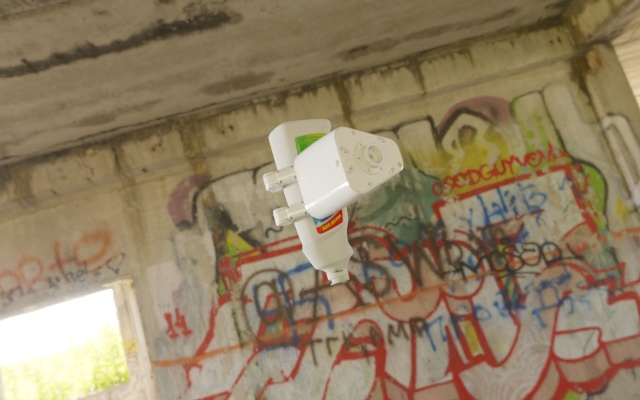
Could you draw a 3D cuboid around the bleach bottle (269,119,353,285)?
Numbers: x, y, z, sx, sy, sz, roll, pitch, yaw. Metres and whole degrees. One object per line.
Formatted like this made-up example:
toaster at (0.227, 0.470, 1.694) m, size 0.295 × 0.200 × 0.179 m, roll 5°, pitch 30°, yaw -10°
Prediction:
bleach bottle at (0.000, 0.002, 0.737) m, size 0.102 × 0.250 × 0.068 m, roll -11°, pitch -11°, yaw -34°
